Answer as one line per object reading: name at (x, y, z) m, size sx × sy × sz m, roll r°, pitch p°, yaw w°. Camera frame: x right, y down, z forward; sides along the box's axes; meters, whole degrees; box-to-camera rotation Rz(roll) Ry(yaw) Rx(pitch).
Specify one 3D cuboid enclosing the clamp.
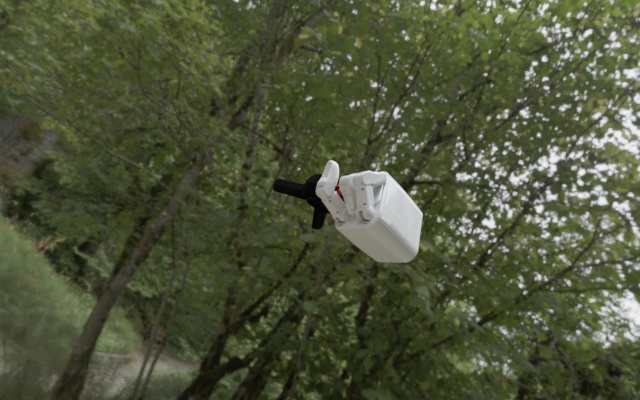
clamp at (0.000, 0.002, 0.814) m, size 0.120 × 0.039 × 0.171 m, roll 45°, pitch -27°, yaw -26°
